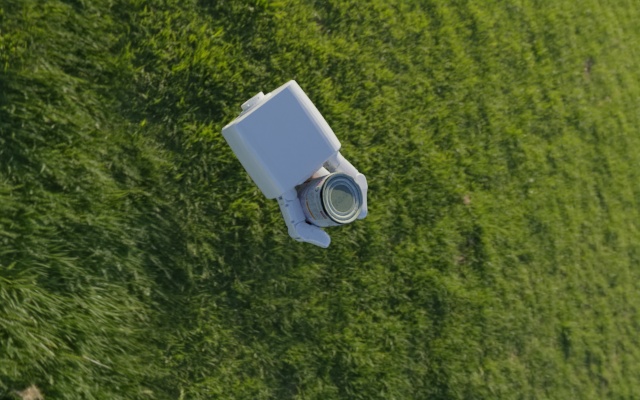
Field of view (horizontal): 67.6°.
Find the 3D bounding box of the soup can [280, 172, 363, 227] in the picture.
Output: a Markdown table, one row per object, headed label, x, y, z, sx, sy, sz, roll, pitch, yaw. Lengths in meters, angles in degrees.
| label | x | y | z | sx | sy | sz | roll | pitch | yaw |
| --- | --- | --- | --- | --- | --- | --- | --- | --- | --- |
| soup can | 0.000 | 0.003 | 0.635 | 0.068 | 0.068 | 0.102 | 0 | -6 | -35 |
